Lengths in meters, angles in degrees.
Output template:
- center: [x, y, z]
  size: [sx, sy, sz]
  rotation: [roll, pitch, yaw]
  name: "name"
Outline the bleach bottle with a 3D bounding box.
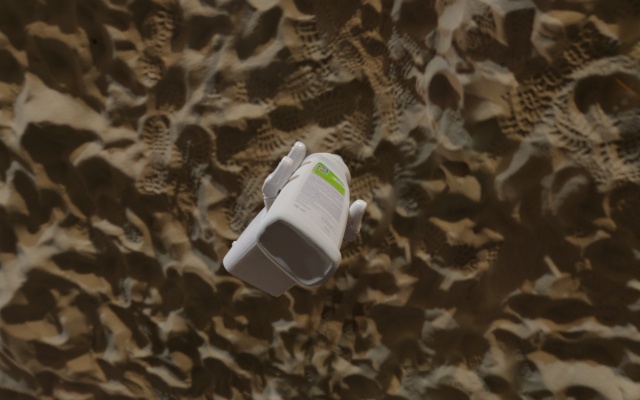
- center: [0.000, 0.002, 0.638]
  size: [0.068, 0.102, 0.250]
  rotation: [-44, 9, 29]
  name: "bleach bottle"
